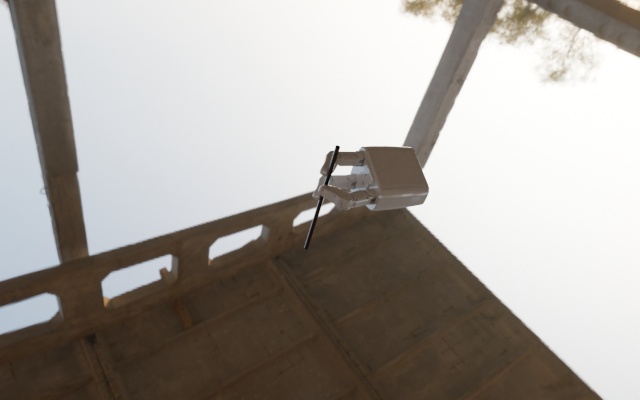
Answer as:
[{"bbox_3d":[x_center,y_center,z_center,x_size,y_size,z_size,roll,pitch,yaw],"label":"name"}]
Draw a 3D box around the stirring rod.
[{"bbox_3d":[0.000,0.003,0.831,0.011,0.240,0.011,10,41,-9],"label":"stirring rod"}]
